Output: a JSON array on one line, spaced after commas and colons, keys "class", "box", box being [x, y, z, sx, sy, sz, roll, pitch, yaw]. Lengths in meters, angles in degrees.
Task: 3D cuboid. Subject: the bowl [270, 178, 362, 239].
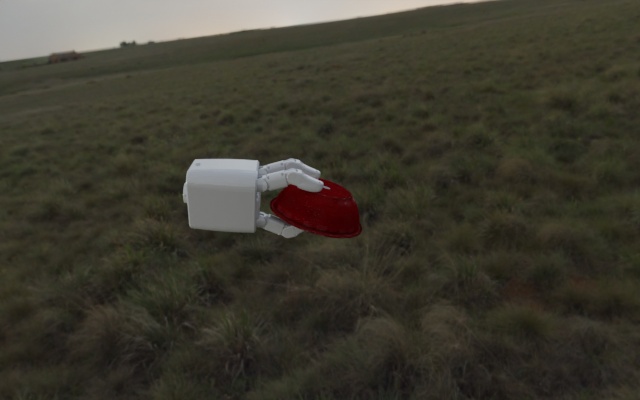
[{"class": "bowl", "box": [0.001, 0.002, 0.792, 0.162, 0.055, 0.162, 16, 17, -5]}]
